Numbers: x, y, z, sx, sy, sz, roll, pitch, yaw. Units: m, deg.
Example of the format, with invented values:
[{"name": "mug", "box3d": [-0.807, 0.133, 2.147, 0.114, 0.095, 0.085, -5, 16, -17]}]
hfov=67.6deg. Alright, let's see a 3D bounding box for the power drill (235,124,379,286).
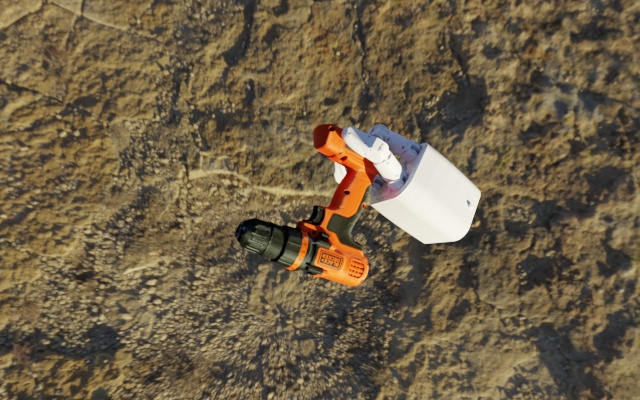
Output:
[{"name": "power drill", "box3d": [0.000, 0.002, 0.612, 0.184, 0.187, 0.057, 23, -7, -27]}]
